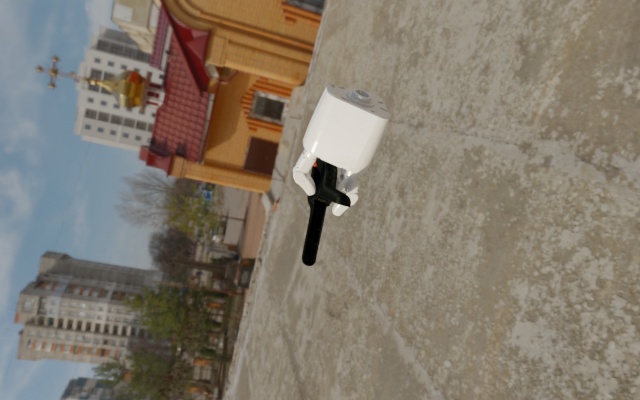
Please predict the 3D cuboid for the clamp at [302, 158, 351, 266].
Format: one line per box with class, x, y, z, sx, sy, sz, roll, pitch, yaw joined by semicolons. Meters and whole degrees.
clamp;-0.001;0.002;0.855;0.036;0.165;0.209;17;33;-18
